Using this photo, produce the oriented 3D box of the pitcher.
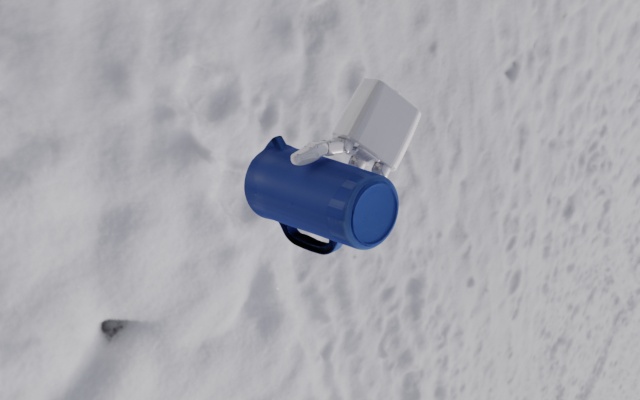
[{"bbox_3d":[0.000,0.002,0.743,0.242,0.145,0.149,19,-13,48],"label":"pitcher"}]
